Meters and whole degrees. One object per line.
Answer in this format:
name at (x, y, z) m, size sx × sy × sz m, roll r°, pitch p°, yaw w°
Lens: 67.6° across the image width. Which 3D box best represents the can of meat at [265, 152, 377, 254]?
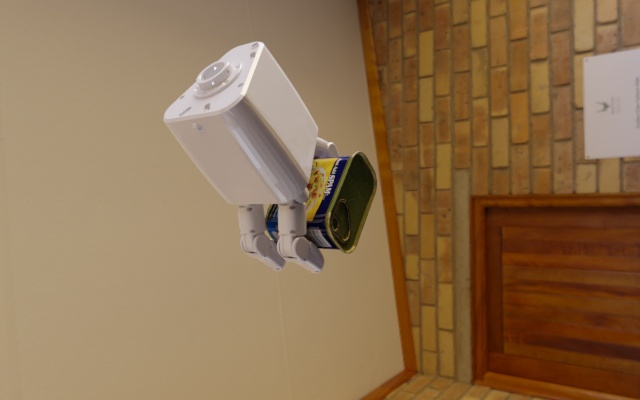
can of meat at (0.000, 0.002, 0.491) m, size 0.084 × 0.102 × 0.057 m, roll -1°, pitch -37°, yaw 35°
